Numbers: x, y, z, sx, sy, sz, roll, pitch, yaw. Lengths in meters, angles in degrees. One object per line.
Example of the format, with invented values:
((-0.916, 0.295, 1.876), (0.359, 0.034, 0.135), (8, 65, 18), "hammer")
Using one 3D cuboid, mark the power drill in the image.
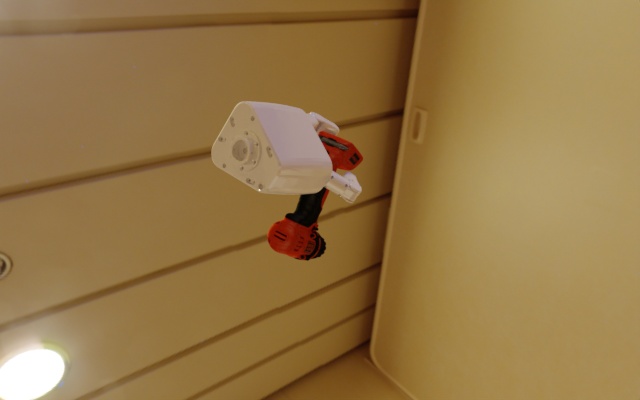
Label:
((0.000, 0.002, 0.720), (0.057, 0.187, 0.184), (23, -3, 16), "power drill")
